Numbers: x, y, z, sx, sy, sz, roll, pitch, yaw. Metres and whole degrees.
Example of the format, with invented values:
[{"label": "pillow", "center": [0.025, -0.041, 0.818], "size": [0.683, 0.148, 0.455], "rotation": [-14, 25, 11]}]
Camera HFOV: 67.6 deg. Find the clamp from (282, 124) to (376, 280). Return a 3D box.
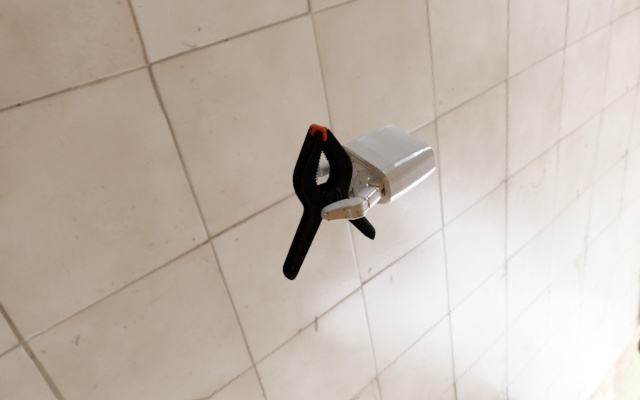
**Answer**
[{"label": "clamp", "center": [0.001, 0.002, 0.656], "size": [0.164, 0.210, 0.036], "rotation": [-30, 33, -28]}]
